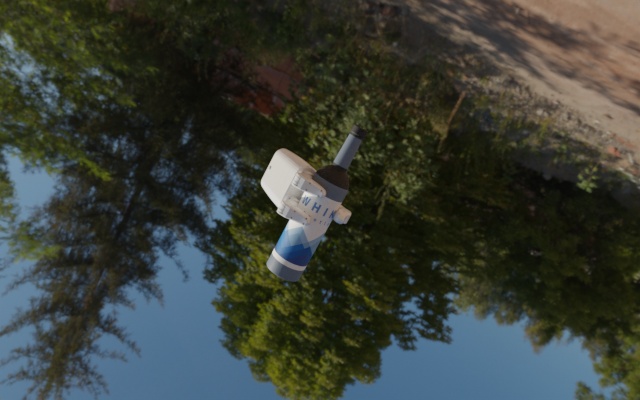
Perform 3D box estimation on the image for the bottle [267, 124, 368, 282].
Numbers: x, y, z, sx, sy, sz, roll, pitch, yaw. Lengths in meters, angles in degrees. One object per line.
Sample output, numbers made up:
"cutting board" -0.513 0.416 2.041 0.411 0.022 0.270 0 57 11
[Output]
"bottle" 0.000 0.003 0.843 0.069 0.296 0.069 27 11 -6
